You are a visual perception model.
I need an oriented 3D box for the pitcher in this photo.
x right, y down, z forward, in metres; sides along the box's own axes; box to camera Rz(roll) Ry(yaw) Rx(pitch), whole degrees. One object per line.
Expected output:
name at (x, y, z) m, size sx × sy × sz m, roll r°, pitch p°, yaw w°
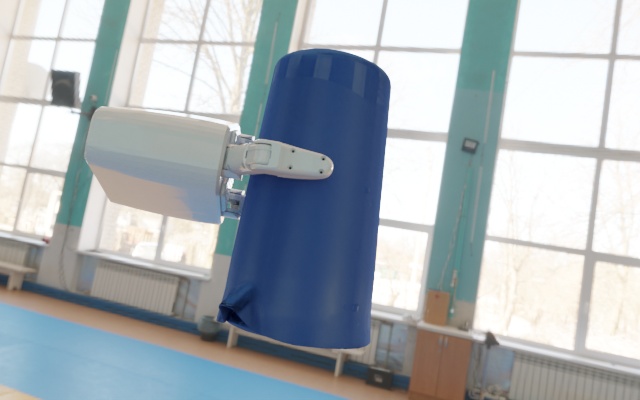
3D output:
pitcher at (0.000, 0.001, 0.433) m, size 0.145 × 0.243 × 0.149 m, roll 10°, pitch -6°, yaw -5°
